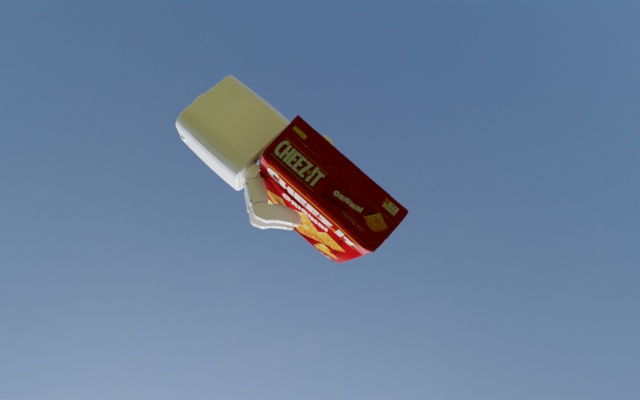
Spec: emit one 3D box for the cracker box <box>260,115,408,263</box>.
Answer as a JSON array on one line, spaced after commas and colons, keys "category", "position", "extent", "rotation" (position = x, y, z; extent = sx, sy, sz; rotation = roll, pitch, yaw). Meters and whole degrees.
[{"category": "cracker box", "position": [0.000, 0.002, 0.615], "extent": [0.164, 0.072, 0.214], "rotation": [41, -13, 1]}]
